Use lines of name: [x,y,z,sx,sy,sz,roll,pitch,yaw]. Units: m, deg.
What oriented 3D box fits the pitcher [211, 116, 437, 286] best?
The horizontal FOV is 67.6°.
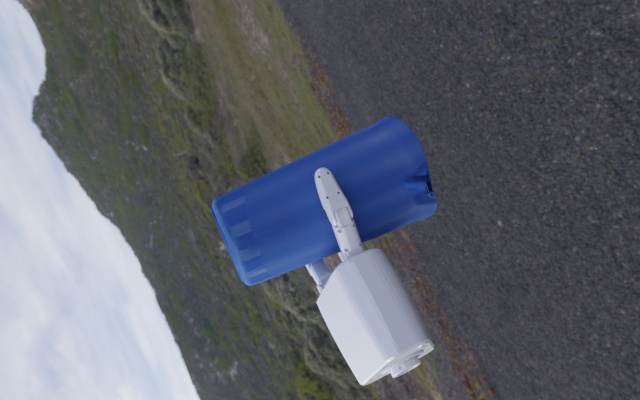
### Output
pitcher: [0.000,0.002,0.572,0.243,0.145,0.149,-23,-25,-12]
